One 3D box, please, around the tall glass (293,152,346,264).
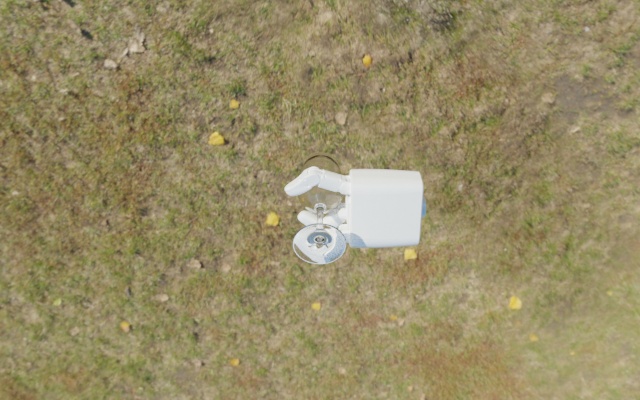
[{"bbox_3d":[0.000,0.003,0.736,0.079,0.079,0.201,0,36,0],"label":"tall glass"}]
